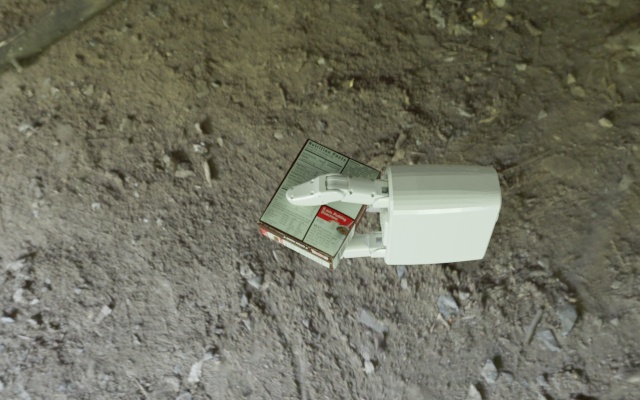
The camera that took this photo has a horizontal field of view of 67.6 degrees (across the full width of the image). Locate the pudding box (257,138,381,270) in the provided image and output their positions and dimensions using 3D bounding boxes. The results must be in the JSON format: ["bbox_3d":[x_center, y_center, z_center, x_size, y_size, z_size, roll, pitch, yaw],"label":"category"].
[{"bbox_3d":[0.000,0.002,0.500,0.090,0.113,0.039,26,-22,11],"label":"pudding box"}]
